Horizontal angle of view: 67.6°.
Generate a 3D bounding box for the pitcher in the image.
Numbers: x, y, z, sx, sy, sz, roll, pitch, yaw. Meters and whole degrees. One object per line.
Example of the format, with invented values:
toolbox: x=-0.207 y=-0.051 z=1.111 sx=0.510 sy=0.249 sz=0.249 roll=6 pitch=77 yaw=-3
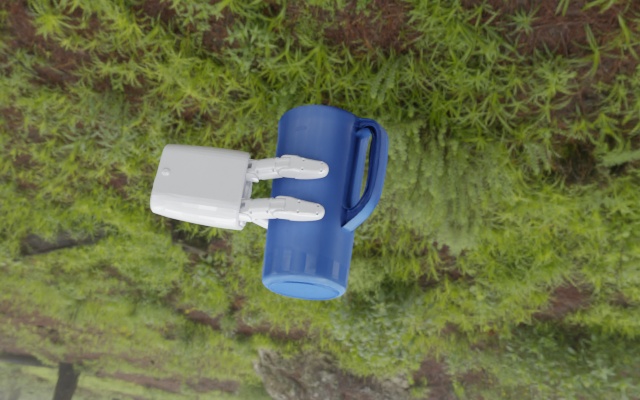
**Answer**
pitcher: x=0.000 y=0.002 z=0.639 sx=0.145 sy=0.242 sz=0.149 roll=9 pitch=-23 yaw=-6
